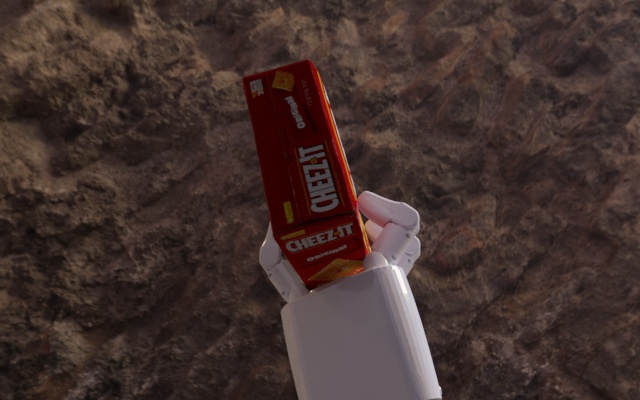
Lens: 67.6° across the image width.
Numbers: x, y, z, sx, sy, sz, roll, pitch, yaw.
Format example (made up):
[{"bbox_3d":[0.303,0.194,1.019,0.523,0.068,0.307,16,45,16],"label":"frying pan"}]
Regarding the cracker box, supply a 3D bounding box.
[{"bbox_3d":[0.000,0.002,0.461,0.072,0.164,0.214,-17,-31,2],"label":"cracker box"}]
